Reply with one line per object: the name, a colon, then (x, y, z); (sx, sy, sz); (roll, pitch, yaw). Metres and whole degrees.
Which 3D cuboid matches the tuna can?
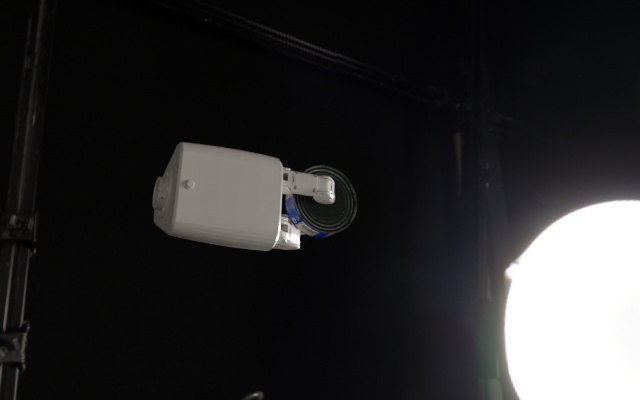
tuna can: (0.000, 0.002, 0.591); (0.086, 0.086, 0.034); (0, -15, -28)
